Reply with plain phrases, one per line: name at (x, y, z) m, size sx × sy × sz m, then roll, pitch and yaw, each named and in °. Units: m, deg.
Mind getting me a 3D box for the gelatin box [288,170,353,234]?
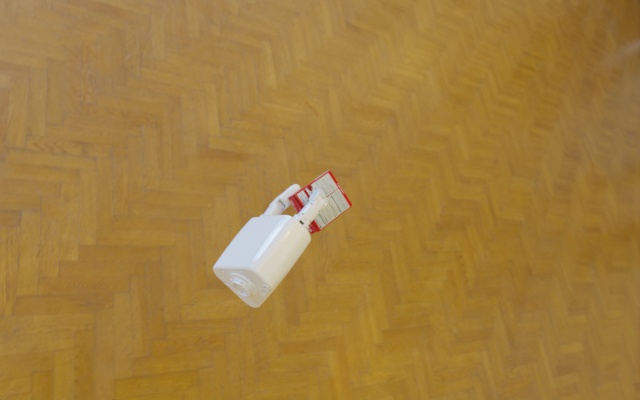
gelatin box at (0.001, 0.002, 0.794) m, size 0.089 × 0.073 × 0.030 m, roll -36°, pitch 4°, yaw -34°
